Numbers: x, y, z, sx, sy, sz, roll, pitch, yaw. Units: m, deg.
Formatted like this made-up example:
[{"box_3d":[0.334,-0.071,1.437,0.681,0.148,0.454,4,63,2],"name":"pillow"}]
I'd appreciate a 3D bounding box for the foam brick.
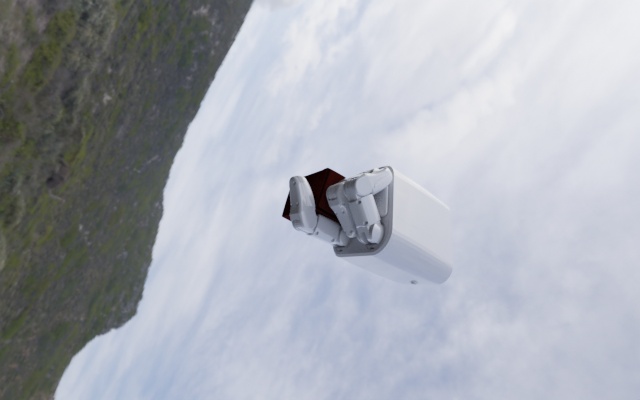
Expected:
[{"box_3d":[0.000,0.002,0.561,0.051,0.053,0.078,28,-22,-28],"name":"foam brick"}]
